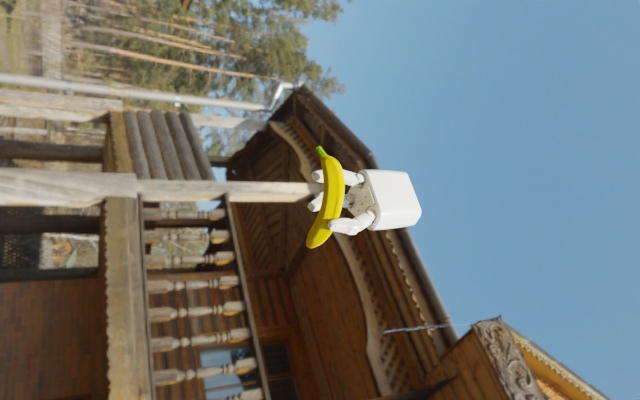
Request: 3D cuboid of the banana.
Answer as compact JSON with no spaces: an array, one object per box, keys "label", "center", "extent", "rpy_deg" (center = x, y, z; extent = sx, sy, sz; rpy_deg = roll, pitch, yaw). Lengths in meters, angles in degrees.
[{"label":"banana","center":[0.011,0.006,0.859],"extent":[0.037,0.198,0.069],"rpy_deg":[-5,23,-33]}]
